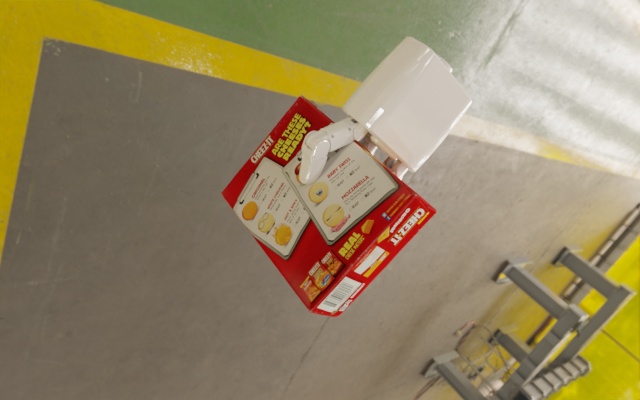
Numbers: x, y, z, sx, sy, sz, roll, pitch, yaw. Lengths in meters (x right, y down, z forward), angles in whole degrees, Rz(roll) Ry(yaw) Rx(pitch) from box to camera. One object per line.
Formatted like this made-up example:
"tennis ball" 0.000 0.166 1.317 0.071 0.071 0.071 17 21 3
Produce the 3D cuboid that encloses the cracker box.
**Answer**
"cracker box" 0.000 0.002 0.559 0.213 0.164 0.072 46 10 37
